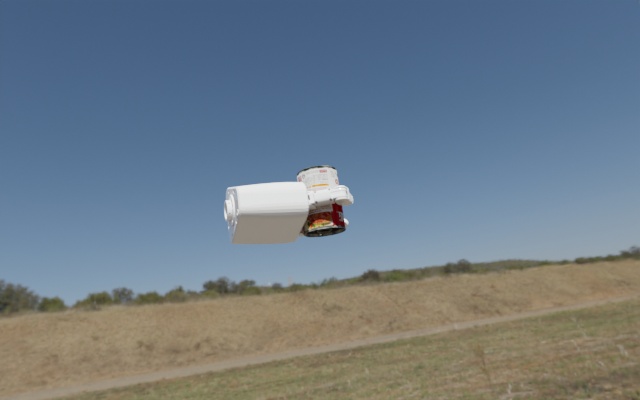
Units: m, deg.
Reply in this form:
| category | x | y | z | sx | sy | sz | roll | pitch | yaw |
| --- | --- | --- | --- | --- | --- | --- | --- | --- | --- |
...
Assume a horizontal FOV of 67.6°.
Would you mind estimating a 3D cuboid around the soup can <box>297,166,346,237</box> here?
| category | x | y | z | sx | sy | sz | roll | pitch | yaw |
| --- | --- | --- | --- | --- | --- | --- | --- | --- | --- |
| soup can | 0.001 | 0.002 | 0.769 | 0.068 | 0.102 | 0.068 | -8 | -15 | -2 |
